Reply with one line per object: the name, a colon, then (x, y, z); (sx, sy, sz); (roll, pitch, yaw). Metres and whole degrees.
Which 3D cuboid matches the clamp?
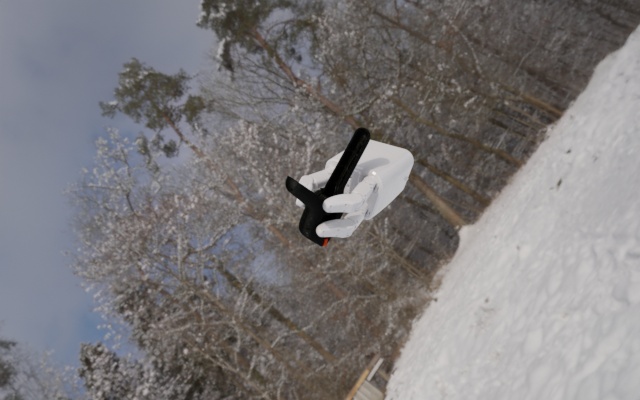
clamp: (0.000, 0.002, 0.724); (0.036, 0.210, 0.164); (37, 47, 25)
